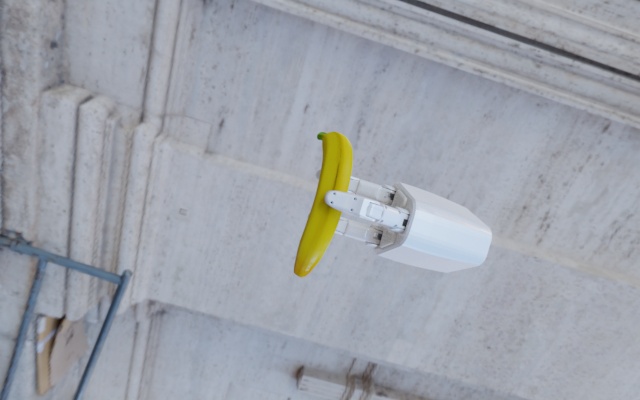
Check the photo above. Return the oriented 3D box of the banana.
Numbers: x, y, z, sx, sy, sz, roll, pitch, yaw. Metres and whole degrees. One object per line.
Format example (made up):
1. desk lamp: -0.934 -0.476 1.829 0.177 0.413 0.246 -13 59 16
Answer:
1. banana: 0.008 -0.008 0.563 0.037 0.197 0.070 19 -27 -16
